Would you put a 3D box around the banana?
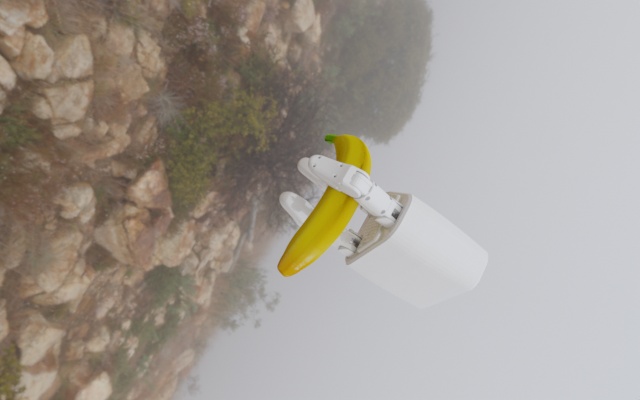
[{"bbox_3d":[0.014,-0.006,0.489,0.069,0.197,0.037,-23,-56,40],"label":"banana"}]
